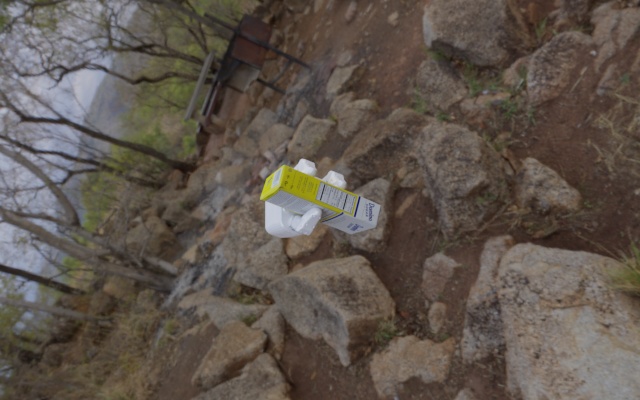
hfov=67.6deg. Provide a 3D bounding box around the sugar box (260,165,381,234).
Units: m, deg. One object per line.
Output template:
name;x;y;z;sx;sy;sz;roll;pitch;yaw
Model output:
sugar box;0.000;0.002;0.780;0.176;0.048;0.093;20;-18;-20
